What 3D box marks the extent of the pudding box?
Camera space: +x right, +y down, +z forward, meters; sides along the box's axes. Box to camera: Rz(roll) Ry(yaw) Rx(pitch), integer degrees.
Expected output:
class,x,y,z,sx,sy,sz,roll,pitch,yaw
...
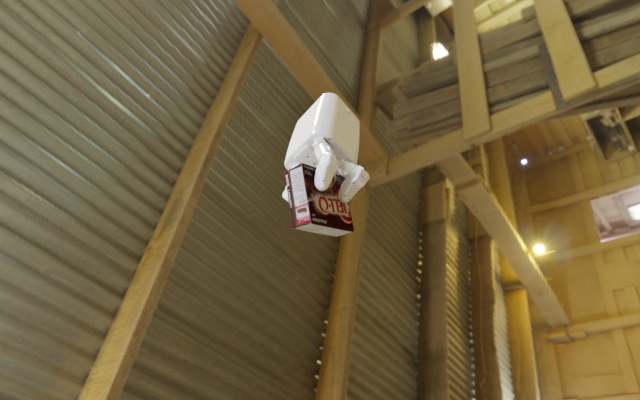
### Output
class,x,y,z,sx,sy,sz,roll,pitch,yaw
pudding box,0.000,0.002,0.701,0.039,0.090,0.113,-22,-21,33
